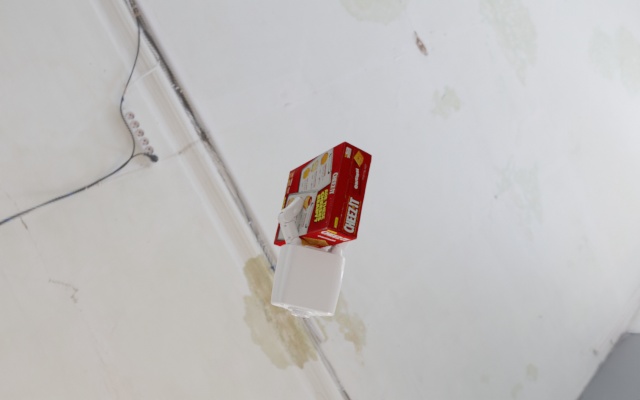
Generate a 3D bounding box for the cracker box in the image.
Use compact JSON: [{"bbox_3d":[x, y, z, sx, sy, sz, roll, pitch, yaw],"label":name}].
[{"bbox_3d":[0.000,0.003,0.898,0.072,0.164,0.214,21,-21,-26],"label":"cracker box"}]
